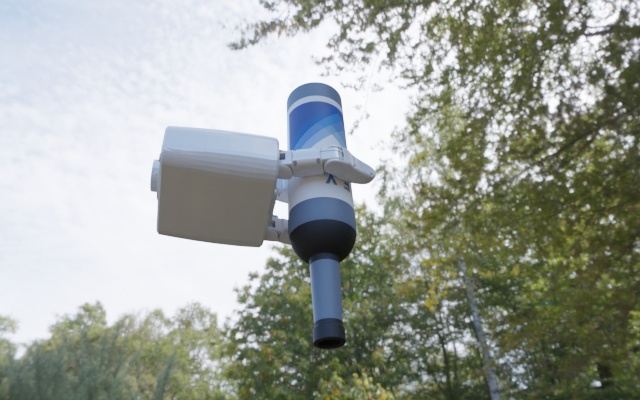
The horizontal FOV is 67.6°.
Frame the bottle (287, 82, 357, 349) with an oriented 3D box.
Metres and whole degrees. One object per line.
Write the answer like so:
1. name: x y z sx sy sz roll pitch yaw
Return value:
1. bottle: 0.000 0.001 0.485 0.069 0.295 0.069 -2 -37 -2
